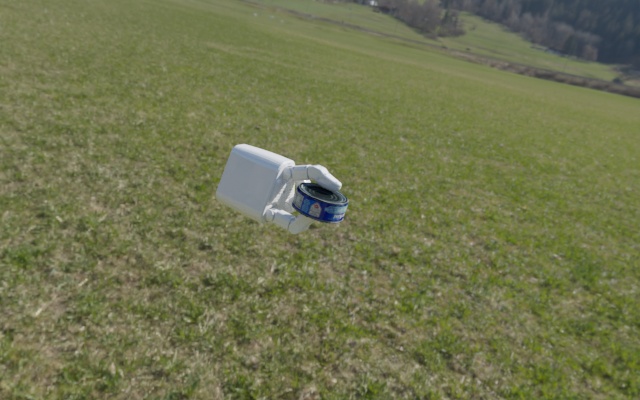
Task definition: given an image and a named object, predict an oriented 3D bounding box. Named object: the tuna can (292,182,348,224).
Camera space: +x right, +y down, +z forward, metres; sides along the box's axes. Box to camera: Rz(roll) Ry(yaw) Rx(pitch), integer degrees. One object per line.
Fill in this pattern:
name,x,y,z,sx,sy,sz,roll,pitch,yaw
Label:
tuna can,0.000,0.002,0.753,0.086,0.034,0.086,16,18,-5
